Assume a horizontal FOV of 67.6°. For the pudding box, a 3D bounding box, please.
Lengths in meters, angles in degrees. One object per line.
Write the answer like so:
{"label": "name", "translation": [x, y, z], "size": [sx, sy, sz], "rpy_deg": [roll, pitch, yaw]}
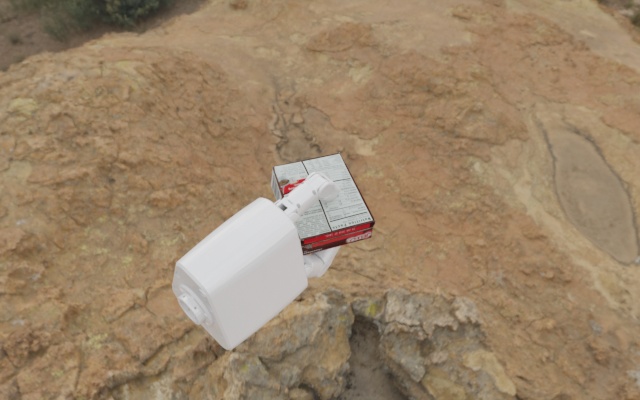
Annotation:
{"label": "pudding box", "translation": [0.000, 0.002, 0.550], "size": [0.090, 0.113, 0.039], "rpy_deg": [-12, -34, -16]}
